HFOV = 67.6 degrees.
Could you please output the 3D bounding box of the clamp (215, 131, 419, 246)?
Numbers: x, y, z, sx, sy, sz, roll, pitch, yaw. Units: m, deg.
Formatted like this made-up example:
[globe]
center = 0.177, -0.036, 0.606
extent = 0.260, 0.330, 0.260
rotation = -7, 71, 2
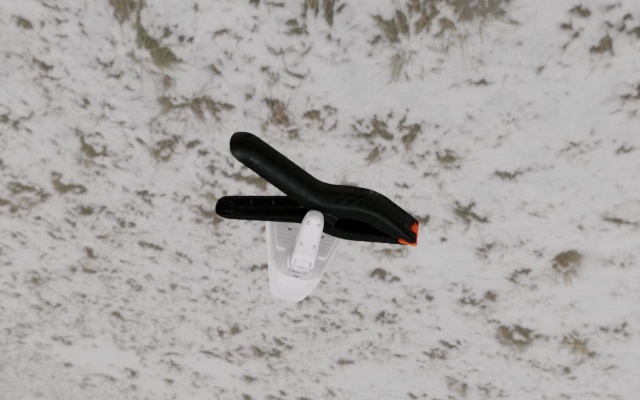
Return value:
[clamp]
center = 0.000, 0.002, 0.456
extent = 0.210, 0.036, 0.165
rotation = 14, -23, -4
